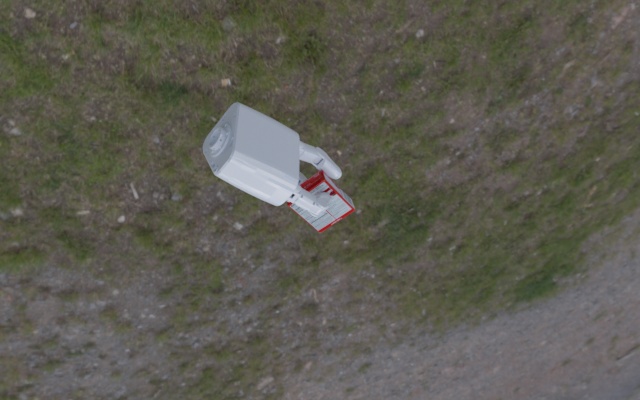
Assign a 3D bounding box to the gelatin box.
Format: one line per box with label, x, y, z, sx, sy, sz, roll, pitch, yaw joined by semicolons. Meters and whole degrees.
gelatin box;0.000;0.003;0.759;0.073;0.030;0.089;-34;-52;17
